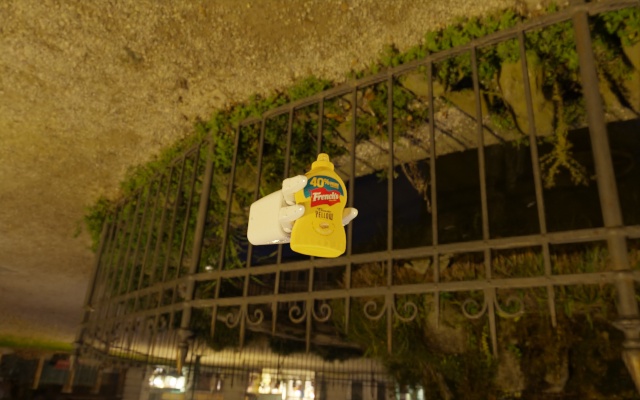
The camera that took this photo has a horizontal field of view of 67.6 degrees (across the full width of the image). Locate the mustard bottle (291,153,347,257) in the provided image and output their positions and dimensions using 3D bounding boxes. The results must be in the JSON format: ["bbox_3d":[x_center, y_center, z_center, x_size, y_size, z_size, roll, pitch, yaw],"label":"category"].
[{"bbox_3d":[0.000,0.003,0.873,0.096,0.191,0.058,10,-23,-17],"label":"mustard bottle"}]
